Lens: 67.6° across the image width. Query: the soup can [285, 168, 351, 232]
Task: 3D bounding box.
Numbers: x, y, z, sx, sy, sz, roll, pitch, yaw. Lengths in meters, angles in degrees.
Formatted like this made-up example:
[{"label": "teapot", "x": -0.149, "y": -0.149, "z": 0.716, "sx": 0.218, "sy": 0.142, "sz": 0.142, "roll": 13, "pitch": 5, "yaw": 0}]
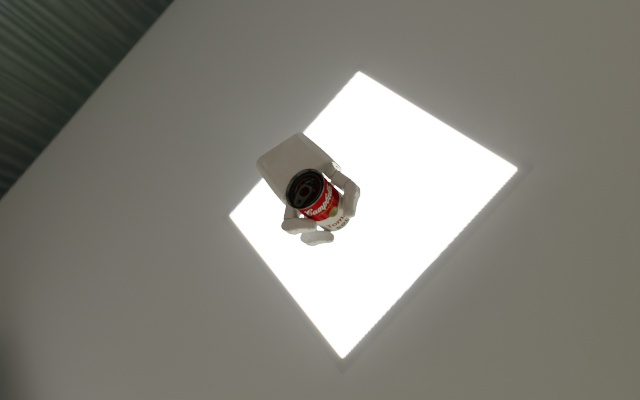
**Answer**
[{"label": "soup can", "x": 0.001, "y": 0.003, "z": 0.755, "sx": 0.068, "sy": 0.068, "sz": 0.102, "roll": 0, "pitch": -24, "yaw": 32}]
